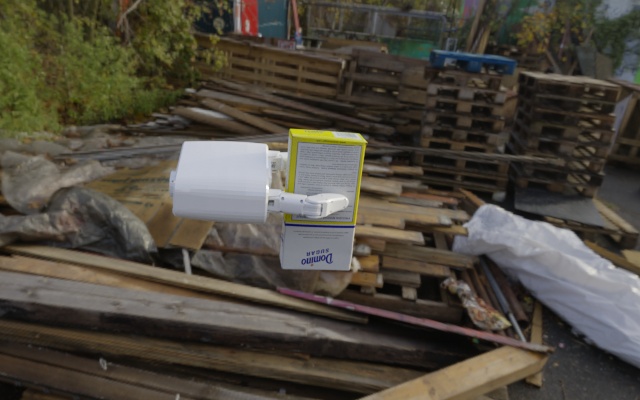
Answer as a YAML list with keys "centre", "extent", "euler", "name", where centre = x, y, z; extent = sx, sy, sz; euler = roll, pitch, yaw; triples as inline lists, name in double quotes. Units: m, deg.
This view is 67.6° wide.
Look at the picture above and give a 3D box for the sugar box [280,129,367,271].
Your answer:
- centre: [0.000, 0.002, 0.608]
  extent: [0.093, 0.176, 0.048]
  euler: [3, 22, -10]
  name: "sugar box"
